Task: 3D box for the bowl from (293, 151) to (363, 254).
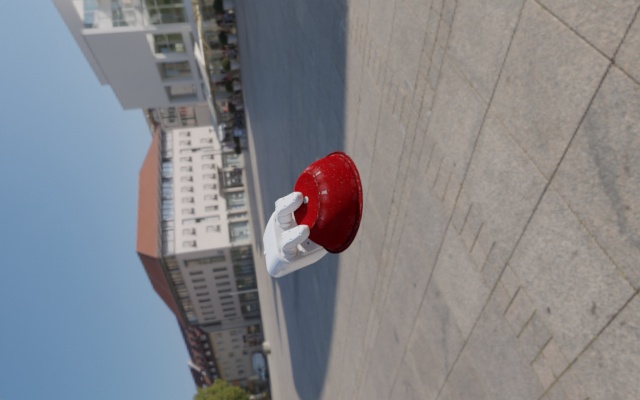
[{"bbox_3d":[0.000,0.002,0.740,0.055,0.162,0.162,2,-1,-29],"label":"bowl"}]
